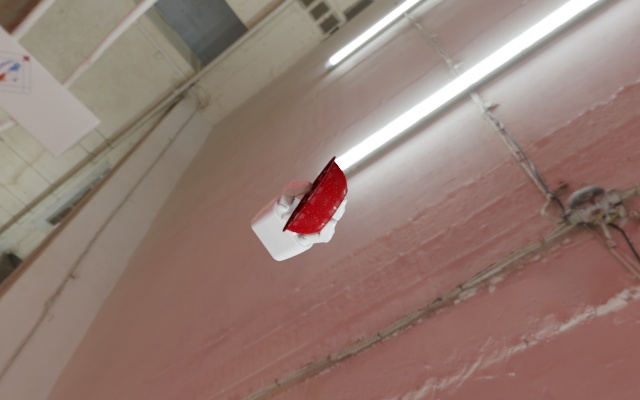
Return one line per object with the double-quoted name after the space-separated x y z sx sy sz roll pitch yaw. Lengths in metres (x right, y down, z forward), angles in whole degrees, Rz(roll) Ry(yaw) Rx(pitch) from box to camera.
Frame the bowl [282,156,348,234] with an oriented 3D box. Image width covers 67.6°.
0.001 0.003 0.834 0.055 0.162 0.162 35 -3 -4 "bowl"
